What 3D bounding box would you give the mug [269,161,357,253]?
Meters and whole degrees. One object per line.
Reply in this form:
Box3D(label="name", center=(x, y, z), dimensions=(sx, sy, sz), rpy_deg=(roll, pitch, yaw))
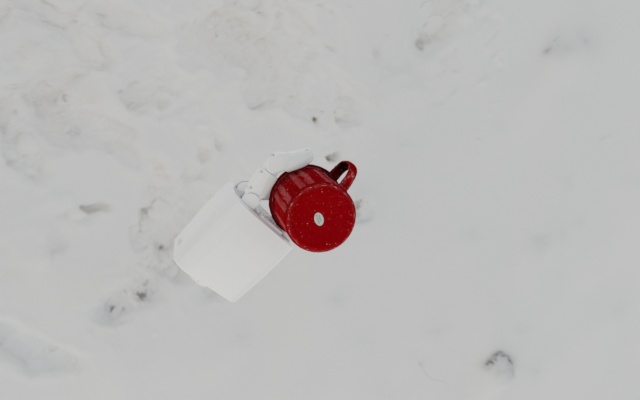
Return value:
Box3D(label="mug", center=(0.001, 0.001, 0.554), dimensions=(0.093, 0.117, 0.081), rpy_deg=(44, 1, -21))
